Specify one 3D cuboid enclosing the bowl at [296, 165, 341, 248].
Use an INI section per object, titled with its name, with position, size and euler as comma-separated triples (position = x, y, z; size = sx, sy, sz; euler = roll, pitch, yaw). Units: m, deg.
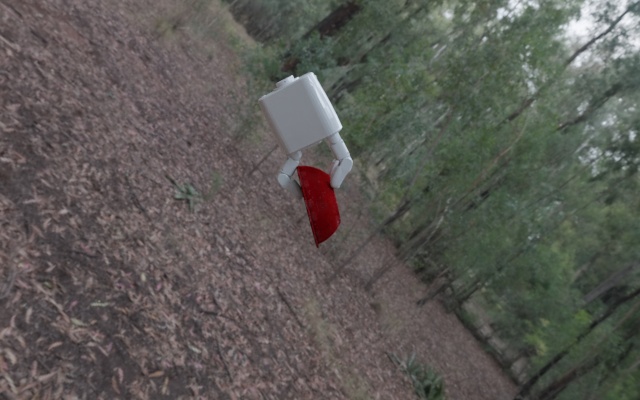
[bowl]
position = 0.001, 0.004, 0.874
size = 0.055, 0.162, 0.162
euler = -14, 0, -1
